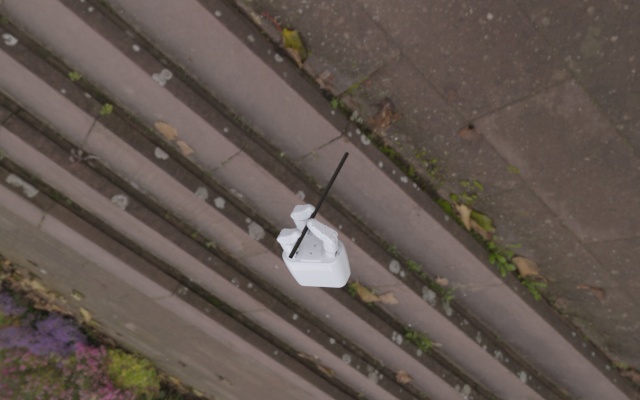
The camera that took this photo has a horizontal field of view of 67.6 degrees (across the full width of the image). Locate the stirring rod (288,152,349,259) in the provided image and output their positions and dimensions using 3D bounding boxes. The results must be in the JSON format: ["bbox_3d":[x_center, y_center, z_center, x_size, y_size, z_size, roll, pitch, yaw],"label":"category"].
[{"bbox_3d":[0.000,0.003,0.859,0.011,0.239,0.011,22,-29,13],"label":"stirring rod"}]
